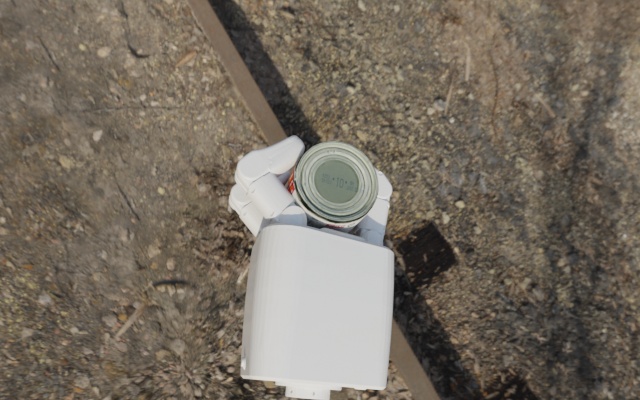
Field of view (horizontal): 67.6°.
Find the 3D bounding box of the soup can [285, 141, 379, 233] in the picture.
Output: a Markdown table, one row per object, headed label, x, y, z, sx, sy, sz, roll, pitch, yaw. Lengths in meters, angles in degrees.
| label | x | y | z | sx | sy | sz | roll | pitch | yaw |
| --- | --- | --- | --- | --- | --- | --- | --- | --- | --- |
| soup can | 0.000 | 0.001 | 0.401 | 0.068 | 0.068 | 0.102 | 0 | -19 | -16 |
